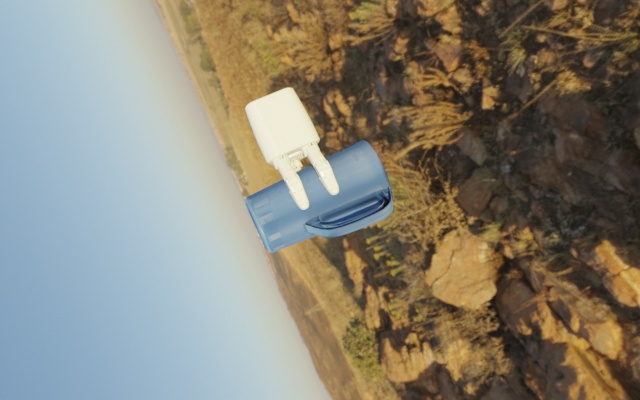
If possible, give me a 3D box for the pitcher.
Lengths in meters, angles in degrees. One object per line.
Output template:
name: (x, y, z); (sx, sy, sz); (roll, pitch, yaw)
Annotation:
pitcher: (0.000, 0.003, 0.840); (0.243, 0.145, 0.149); (-24, -4, -8)
